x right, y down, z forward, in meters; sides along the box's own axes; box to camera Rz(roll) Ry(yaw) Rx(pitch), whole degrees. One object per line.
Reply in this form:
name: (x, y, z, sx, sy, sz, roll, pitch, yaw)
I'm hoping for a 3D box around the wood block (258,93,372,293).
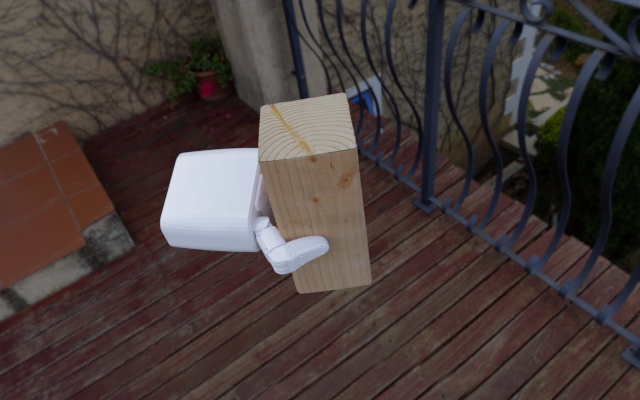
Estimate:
wood block: (0.000, 0.002, 0.518, 0.090, 0.090, 0.206, -8, -45, 4)
